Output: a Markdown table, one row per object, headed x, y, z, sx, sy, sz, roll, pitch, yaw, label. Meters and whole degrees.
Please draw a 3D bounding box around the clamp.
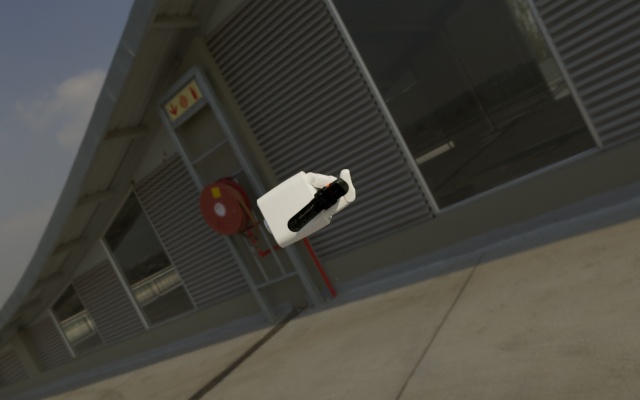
| x | y | z | sx | sy | sz | roll | pitch | yaw | label |
| --- | --- | --- | --- | --- | --- | --- | --- | --- | --- |
| 0.000 | 0.002 | 0.818 | 0.120 | 0.039 | 0.171 | -33 | 1 | 7 | clamp |
